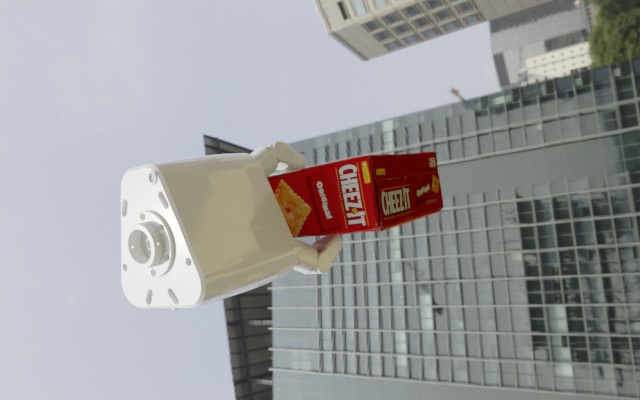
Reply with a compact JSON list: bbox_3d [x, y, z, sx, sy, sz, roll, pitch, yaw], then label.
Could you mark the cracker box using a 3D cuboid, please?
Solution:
[{"bbox_3d":[0.000,0.002,0.507,0.214,0.072,0.164,-9,1,33],"label":"cracker box"}]
